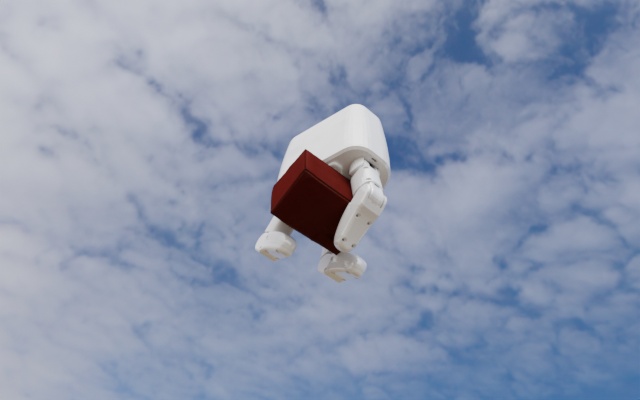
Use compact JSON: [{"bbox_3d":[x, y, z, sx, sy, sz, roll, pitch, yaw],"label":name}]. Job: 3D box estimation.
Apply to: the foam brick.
[{"bbox_3d":[0.000,0.001,0.434,0.078,0.053,0.051,35,21,-20],"label":"foam brick"}]
